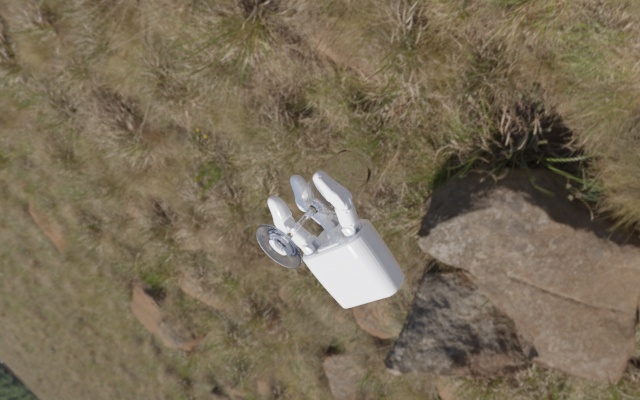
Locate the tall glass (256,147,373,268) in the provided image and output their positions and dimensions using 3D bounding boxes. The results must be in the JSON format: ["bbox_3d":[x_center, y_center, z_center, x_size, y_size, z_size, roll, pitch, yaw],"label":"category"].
[{"bbox_3d":[0.000,0.003,0.682,0.079,0.079,0.201,0,37,44],"label":"tall glass"}]
